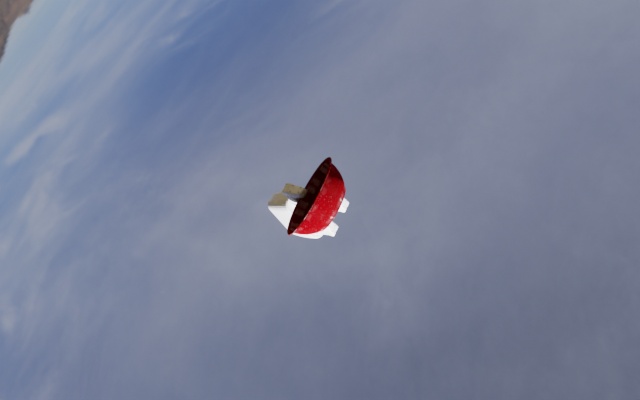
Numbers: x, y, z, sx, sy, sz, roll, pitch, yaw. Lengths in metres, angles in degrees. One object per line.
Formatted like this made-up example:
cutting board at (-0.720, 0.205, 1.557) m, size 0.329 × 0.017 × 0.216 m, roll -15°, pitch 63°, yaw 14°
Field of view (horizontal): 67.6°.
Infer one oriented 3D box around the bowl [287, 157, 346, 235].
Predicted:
bowl at (0.001, 0.003, 0.879) m, size 0.055 × 0.162 × 0.162 m, roll 28°, pitch -6°, yaw -11°
